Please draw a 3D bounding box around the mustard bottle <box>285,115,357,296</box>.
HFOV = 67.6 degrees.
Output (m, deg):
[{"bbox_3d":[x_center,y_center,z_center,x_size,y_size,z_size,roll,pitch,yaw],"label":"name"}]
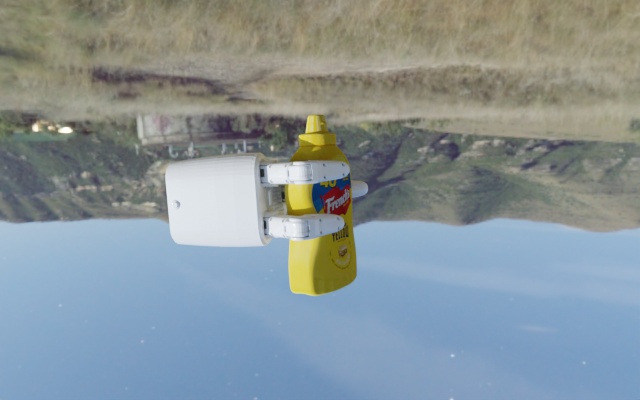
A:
[{"bbox_3d":[0.000,0.002,0.533,0.058,0.191,0.096,0,7,36],"label":"mustard bottle"}]
